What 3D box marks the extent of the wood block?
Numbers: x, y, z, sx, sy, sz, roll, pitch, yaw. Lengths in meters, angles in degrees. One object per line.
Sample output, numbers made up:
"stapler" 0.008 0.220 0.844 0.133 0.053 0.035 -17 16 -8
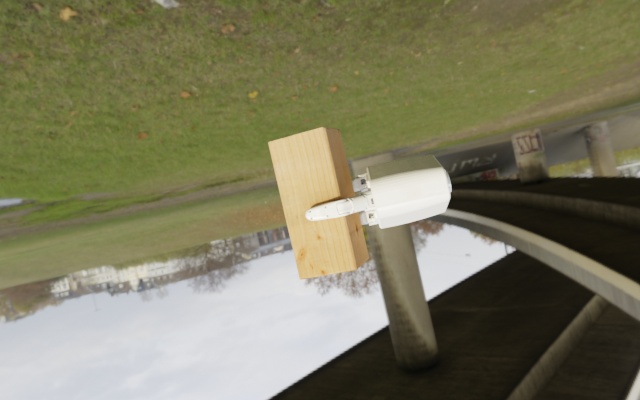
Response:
"wood block" 0.000 0.002 0.717 0.090 0.206 0.091 -13 1 18
